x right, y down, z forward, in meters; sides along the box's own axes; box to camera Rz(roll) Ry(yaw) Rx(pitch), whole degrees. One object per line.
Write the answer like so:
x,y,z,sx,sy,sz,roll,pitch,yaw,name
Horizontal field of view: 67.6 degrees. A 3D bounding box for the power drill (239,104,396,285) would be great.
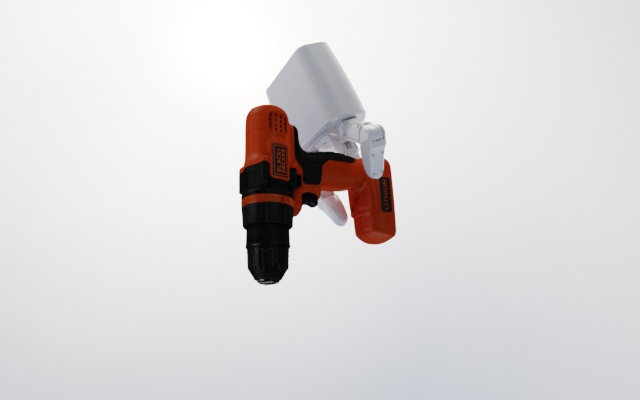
0.000,0.002,0.517,0.188,0.184,0.057,12,-20,-39,power drill
